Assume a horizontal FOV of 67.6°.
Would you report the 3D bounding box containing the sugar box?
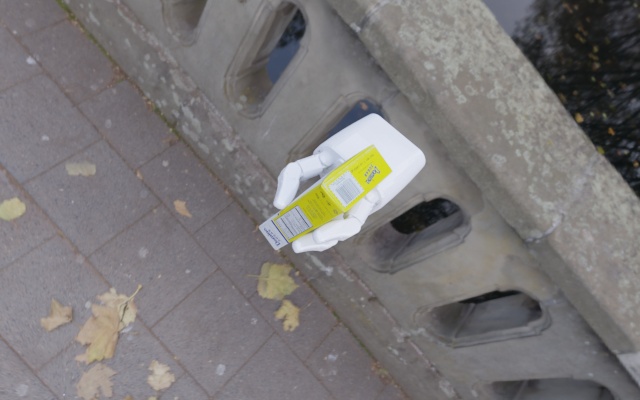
[{"bbox_3d":[0.001,0.002,0.583,0.093,0.048,0.176,-38,0,-34],"label":"sugar box"}]
